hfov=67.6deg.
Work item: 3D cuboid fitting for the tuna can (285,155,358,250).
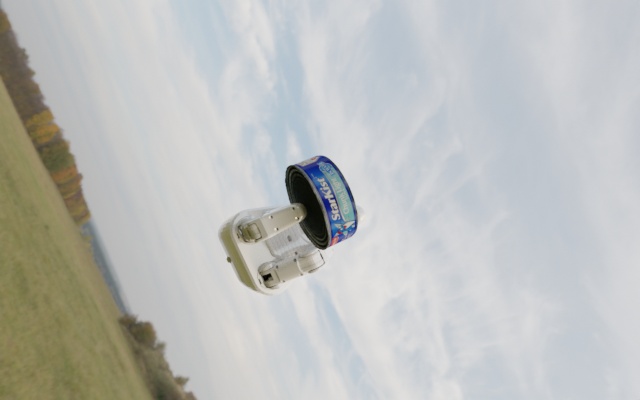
[{"bbox_3d":[0.001,0.001,0.453,0.034,0.086,0.086,-23,8,-19],"label":"tuna can"}]
